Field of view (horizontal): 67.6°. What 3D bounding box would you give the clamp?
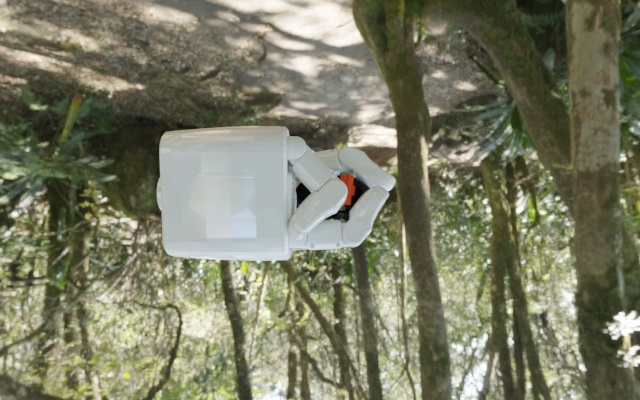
[{"bbox_3d":[0.000,0.002,0.502,0.120,0.039,0.171,0,-12,0],"label":"clamp"}]
